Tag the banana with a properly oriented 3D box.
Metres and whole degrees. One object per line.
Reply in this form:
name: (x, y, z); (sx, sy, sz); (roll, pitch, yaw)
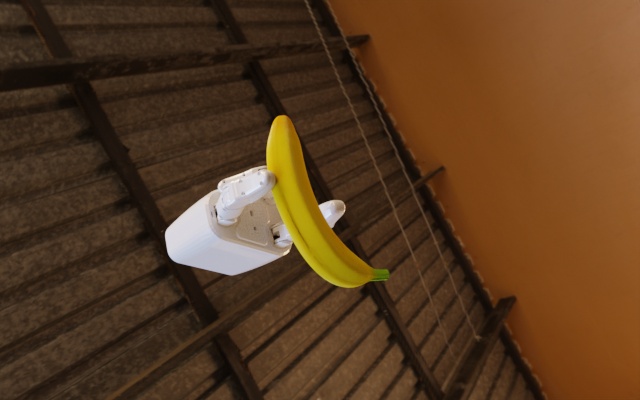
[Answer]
banana: (-0.008, 0.011, 0.465); (0.037, 0.198, 0.069); (-29, 4, 41)
